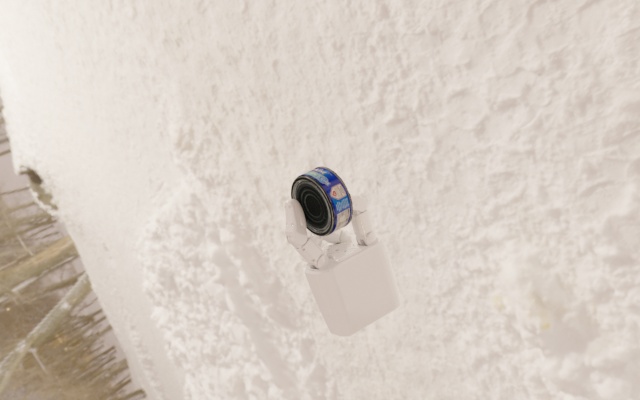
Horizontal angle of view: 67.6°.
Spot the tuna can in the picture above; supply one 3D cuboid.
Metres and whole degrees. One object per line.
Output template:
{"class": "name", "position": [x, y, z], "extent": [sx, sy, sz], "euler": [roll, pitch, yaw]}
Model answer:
{"class": "tuna can", "position": [0.000, 0.002, 0.612], "extent": [0.033, 0.086, 0.086], "euler": [-26, 15, -34]}
